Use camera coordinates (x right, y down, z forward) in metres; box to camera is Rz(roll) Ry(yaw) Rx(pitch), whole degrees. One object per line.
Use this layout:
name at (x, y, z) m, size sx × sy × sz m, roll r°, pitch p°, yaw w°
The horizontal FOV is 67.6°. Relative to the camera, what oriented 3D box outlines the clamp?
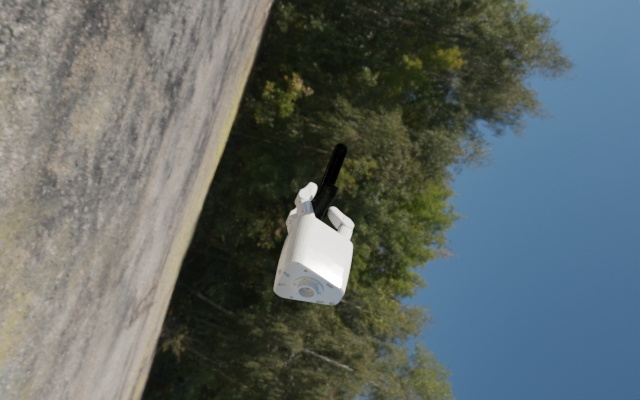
clamp at (0.001, 0.004, 0.883) m, size 0.036 × 0.210 × 0.164 m, roll 22°, pitch 40°, yaw -4°
